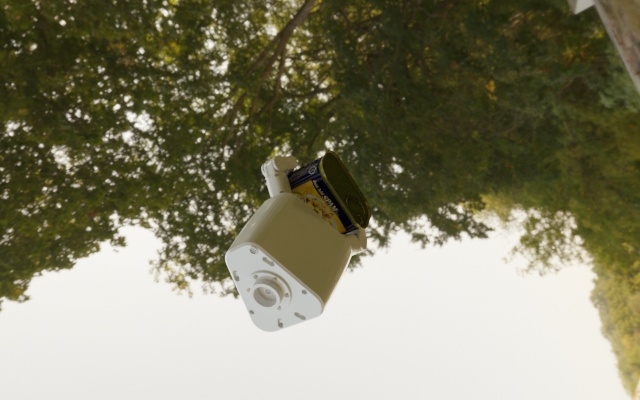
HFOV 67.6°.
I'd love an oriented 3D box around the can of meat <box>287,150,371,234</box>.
[{"bbox_3d":[0.000,0.002,0.592,0.084,0.102,0.057,-25,19,28],"label":"can of meat"}]
